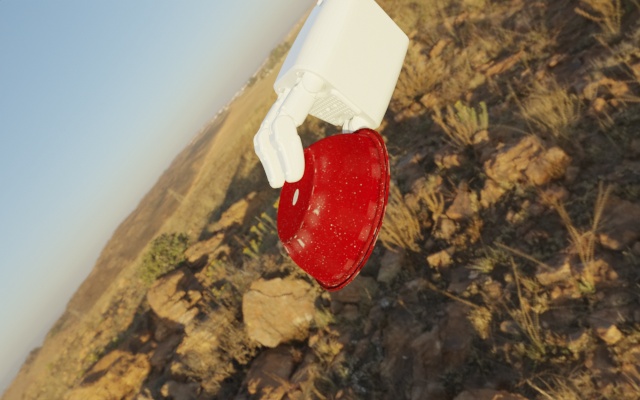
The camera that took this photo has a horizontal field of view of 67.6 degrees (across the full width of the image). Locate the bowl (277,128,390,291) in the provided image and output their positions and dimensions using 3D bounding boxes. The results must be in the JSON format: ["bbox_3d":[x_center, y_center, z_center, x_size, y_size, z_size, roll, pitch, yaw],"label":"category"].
[{"bbox_3d":[0.000,0.003,0.454,0.055,0.162,0.162,14,-5,-22],"label":"bowl"}]
